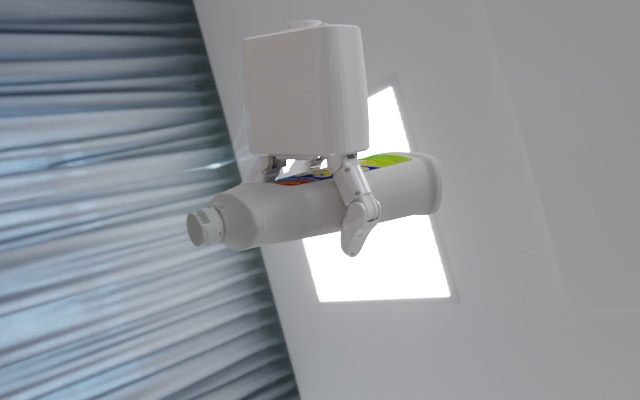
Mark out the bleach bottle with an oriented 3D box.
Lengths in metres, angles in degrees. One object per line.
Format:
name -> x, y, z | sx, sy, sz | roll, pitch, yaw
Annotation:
bleach bottle -> 0.000, 0.002, 0.453 | 0.251, 0.068, 0.102 | -14, 16, -38
